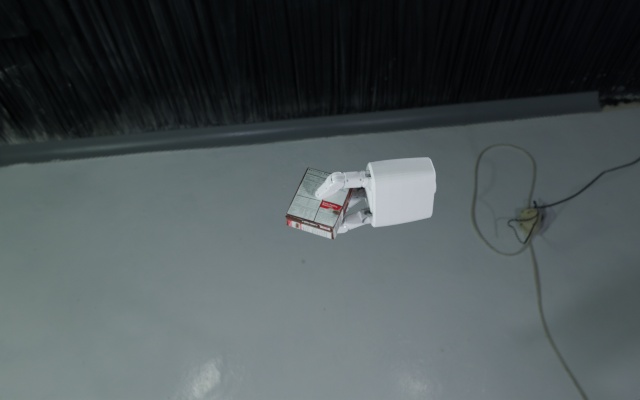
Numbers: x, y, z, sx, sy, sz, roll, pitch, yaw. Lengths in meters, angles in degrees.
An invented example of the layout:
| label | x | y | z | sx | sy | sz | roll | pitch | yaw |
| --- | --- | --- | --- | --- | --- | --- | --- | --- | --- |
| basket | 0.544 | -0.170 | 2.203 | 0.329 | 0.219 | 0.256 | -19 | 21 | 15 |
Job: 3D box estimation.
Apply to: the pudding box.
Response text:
| label | x | y | z | sx | sy | sz | roll | pitch | yaw |
| --- | --- | --- | --- | --- | --- | --- | --- | --- | --- |
| pudding box | 0.000 | 0.003 | 0.831 | 0.090 | 0.113 | 0.039 | 16 | -35 | 13 |
